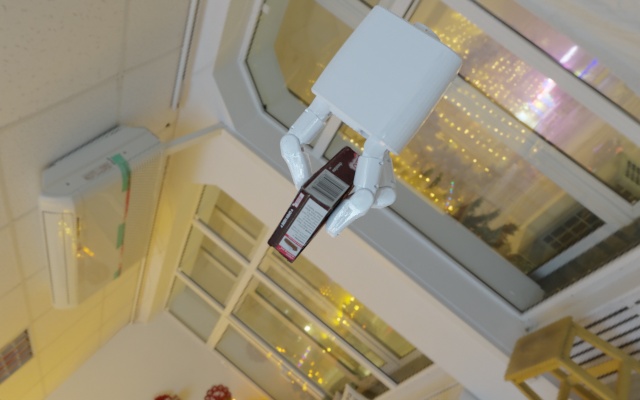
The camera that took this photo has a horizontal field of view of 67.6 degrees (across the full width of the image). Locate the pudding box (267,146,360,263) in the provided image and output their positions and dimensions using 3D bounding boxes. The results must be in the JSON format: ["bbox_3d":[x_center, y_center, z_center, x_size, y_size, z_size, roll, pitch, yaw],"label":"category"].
[{"bbox_3d":[0.000,0.002,0.506,0.039,0.090,0.113,38,38,6],"label":"pudding box"}]
